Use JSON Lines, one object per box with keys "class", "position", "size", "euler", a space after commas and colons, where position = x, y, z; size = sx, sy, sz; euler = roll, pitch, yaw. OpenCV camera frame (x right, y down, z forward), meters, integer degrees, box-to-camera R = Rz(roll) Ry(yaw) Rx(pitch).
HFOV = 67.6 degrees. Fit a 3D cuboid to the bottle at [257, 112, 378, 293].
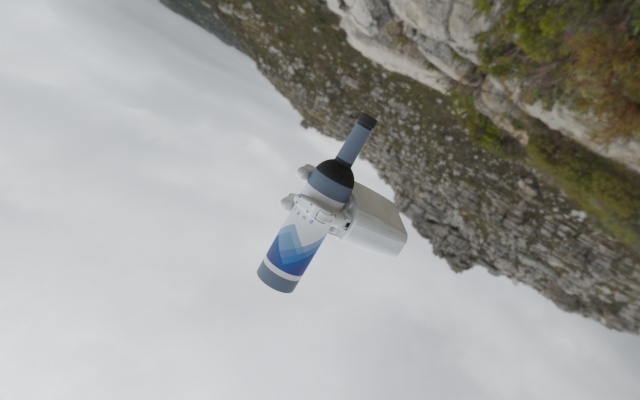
{"class": "bottle", "position": [0.000, 0.003, 0.725], "size": [0.069, 0.296, 0.069], "euler": [28, 12, -7]}
